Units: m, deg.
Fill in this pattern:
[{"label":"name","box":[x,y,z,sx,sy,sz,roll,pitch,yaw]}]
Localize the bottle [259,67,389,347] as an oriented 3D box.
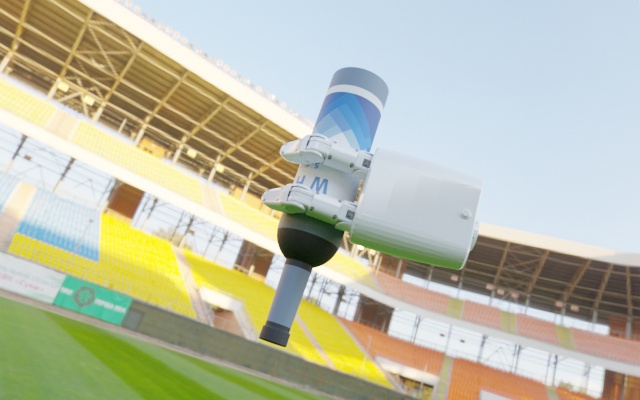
[{"label":"bottle","box":[0.000,0.001,0.494,0.069,0.295,0.069,17,-19,6]}]
